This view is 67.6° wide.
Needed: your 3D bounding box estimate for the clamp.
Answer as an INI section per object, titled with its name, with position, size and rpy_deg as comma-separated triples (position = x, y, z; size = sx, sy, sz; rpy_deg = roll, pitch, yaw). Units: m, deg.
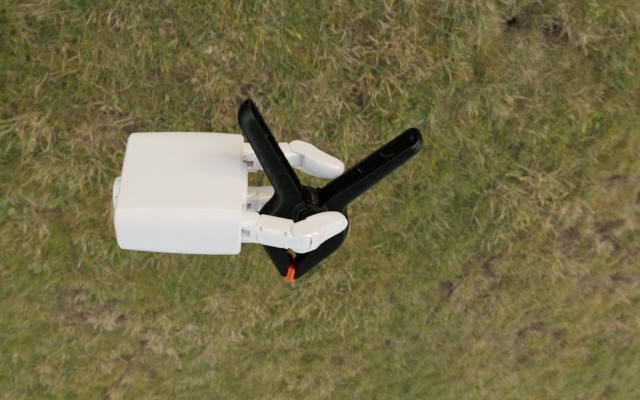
[clamp]
position = 0.000, 0.002, 0.467
size = 0.164, 0.210, 0.036
rpy_deg = 3, 40, -9
